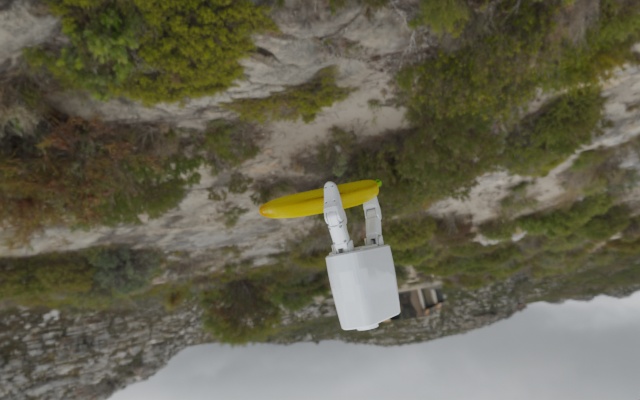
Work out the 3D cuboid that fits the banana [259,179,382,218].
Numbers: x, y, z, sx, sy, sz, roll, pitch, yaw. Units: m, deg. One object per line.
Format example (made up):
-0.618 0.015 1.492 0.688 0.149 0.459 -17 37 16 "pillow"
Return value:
0.005 0.000 0.717 0.198 0.037 0.069 -11 -3 -6 "banana"
